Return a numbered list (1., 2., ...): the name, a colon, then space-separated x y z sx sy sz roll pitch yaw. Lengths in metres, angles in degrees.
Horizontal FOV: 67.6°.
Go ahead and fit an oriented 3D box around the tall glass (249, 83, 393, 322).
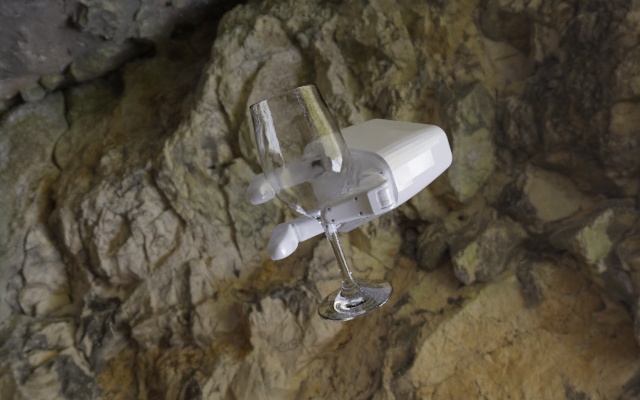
1. tall glass: 0.000 0.002 0.429 0.079 0.201 0.079 -19 12 4
